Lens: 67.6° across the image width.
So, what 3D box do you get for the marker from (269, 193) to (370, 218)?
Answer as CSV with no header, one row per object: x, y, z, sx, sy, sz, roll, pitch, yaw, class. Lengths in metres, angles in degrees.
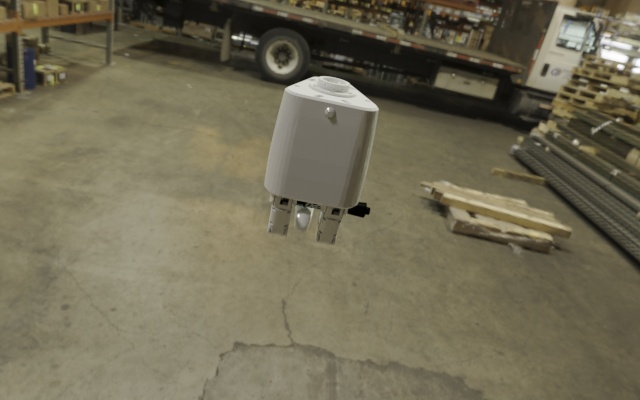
0.000,0.002,0.569,0.121,0.020,0.020,11,-1,-5,marker
